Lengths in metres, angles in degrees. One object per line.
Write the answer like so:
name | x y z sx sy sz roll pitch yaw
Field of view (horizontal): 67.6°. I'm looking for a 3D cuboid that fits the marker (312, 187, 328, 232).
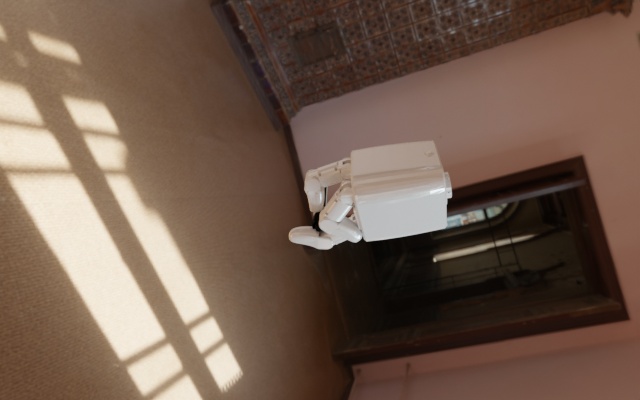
marker | 0.000 0.002 0.676 0.020 0.020 0.121 0 36 3
